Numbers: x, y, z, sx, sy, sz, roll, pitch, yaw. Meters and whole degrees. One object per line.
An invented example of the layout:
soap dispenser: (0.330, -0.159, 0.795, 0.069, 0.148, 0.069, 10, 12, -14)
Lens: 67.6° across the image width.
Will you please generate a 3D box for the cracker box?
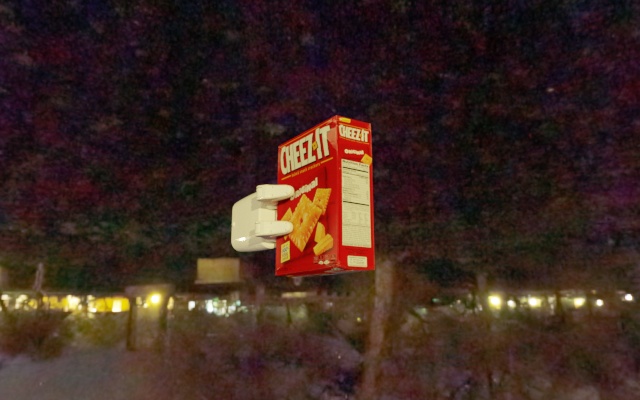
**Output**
cracker box: (0.000, 0.003, 0.711, 0.072, 0.213, 0.164, 8, -15, -35)
